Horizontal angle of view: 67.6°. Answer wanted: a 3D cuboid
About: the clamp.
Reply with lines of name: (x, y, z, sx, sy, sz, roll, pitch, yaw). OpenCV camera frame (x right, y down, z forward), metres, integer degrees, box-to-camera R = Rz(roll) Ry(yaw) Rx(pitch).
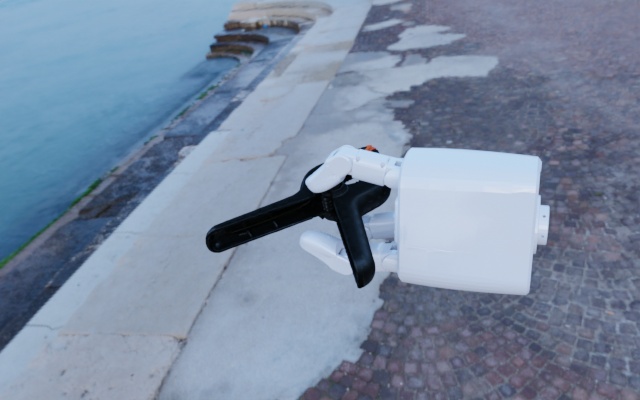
clamp: (0.000, 0.001, 0.468, 0.164, 0.036, 0.210, 6, 33, 23)
